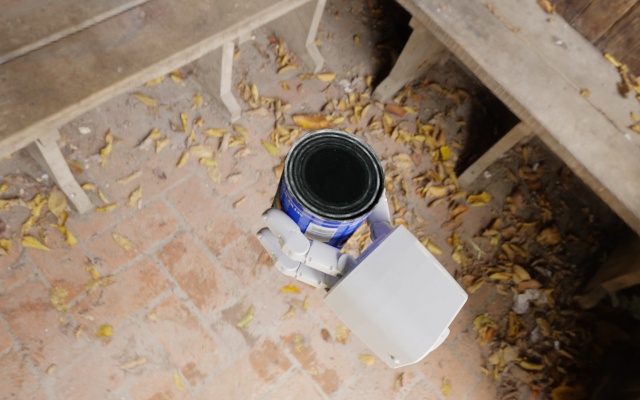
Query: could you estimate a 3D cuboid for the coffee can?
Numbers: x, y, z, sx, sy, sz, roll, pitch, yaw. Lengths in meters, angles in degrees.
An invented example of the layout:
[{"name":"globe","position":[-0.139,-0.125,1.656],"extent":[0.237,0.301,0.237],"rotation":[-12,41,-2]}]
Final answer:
[{"name":"coffee can","position":[0.000,0.002,0.526],"extent":[0.103,0.102,0.140],"rotation":[0,-24,-13]}]
